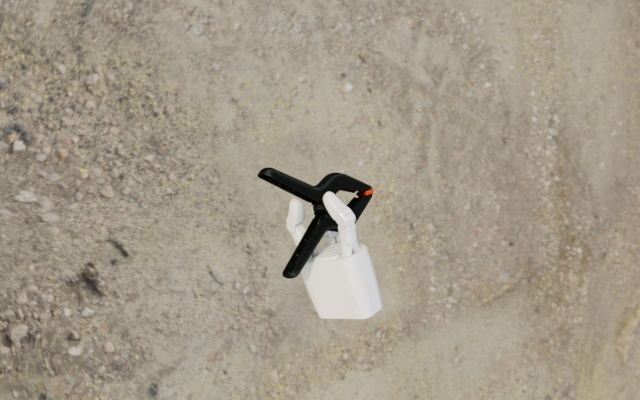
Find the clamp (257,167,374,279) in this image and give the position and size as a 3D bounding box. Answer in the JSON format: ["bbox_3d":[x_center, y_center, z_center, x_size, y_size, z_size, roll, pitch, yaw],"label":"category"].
[{"bbox_3d":[0.001,0.002,0.735,0.210,0.164,0.036,-28,17,-36],"label":"clamp"}]
